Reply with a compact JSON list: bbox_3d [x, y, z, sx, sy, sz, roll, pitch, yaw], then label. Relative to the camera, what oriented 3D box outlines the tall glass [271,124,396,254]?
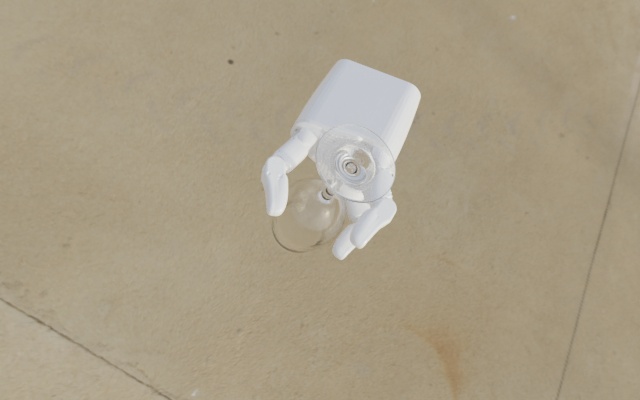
[{"bbox_3d":[0.000,0.001,0.497,0.079,0.079,0.201,0,-21,-20],"label":"tall glass"}]
